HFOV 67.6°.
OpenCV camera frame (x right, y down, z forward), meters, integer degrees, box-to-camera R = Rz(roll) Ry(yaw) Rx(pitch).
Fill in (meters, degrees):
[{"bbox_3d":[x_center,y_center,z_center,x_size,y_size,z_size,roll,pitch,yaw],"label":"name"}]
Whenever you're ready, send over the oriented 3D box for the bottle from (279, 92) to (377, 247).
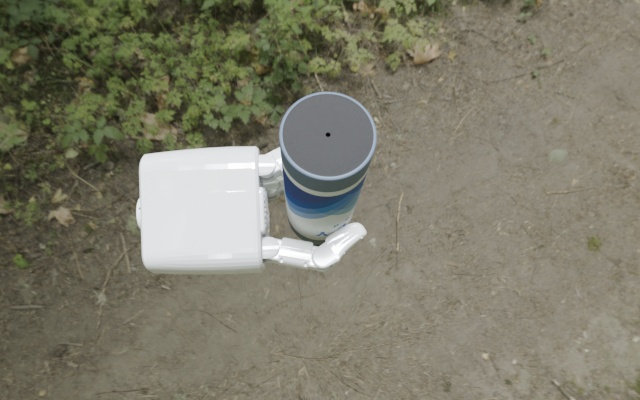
[{"bbox_3d":[0.000,0.001,0.461,0.069,0.069,0.296,0,-18,-2],"label":"bottle"}]
